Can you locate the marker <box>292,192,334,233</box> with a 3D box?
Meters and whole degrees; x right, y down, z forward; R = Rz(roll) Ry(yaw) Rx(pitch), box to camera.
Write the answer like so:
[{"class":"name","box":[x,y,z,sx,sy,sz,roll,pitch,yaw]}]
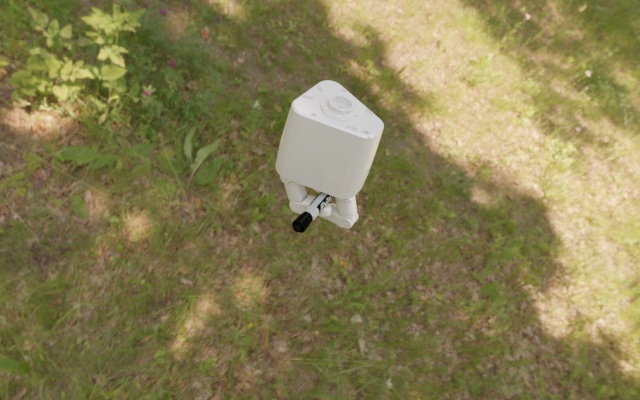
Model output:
[{"class":"marker","box":[0.000,0.002,0.623,0.020,0.020,0.121,0,33,37]}]
